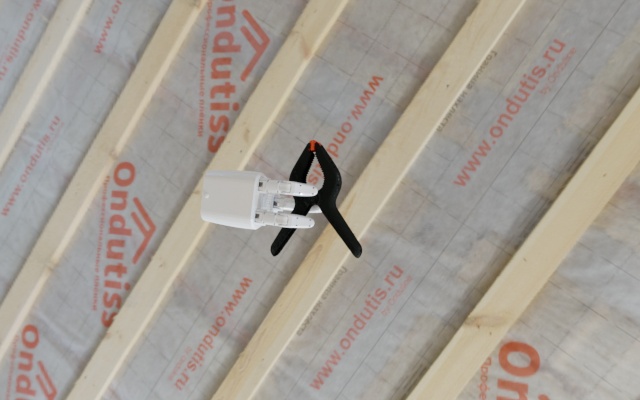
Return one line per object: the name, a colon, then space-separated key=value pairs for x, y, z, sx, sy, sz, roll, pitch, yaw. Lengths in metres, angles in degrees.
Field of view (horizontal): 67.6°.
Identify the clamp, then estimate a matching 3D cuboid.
clamp: x=0.000 y=0.002 z=0.826 sx=0.164 sy=0.210 sz=0.036 roll=6 pitch=-1 yaw=17
